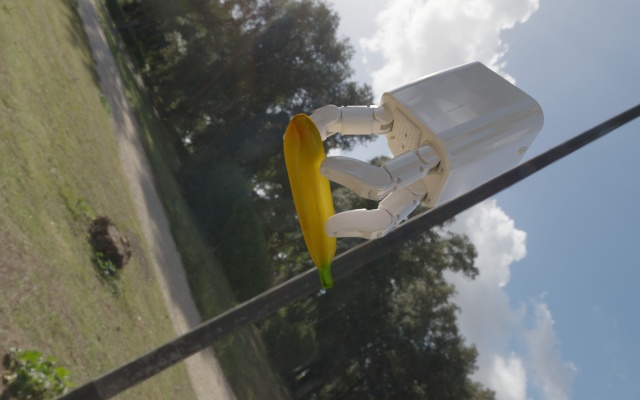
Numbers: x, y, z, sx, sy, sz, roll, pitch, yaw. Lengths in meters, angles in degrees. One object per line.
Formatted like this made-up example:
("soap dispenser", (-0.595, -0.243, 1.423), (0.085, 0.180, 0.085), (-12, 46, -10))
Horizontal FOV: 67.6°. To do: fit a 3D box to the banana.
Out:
("banana", (-0.006, -0.006, 0.454), (0.037, 0.198, 0.069), (-19, 39, -10))
